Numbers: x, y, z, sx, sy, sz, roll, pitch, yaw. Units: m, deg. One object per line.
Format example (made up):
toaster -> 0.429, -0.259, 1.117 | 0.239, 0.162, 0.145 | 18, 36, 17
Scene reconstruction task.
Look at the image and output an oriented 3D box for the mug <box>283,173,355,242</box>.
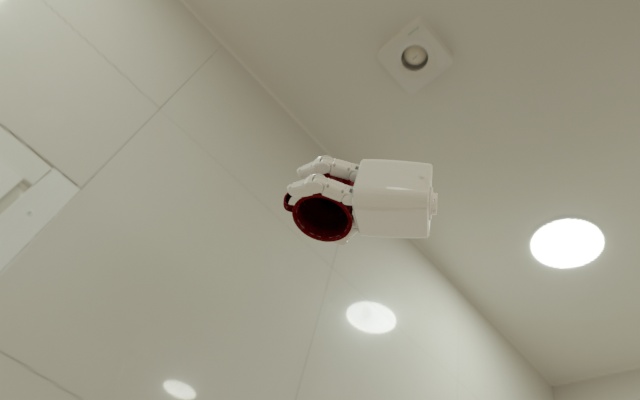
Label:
mug -> -0.001, 0.002, 0.748 | 0.117, 0.093, 0.081 | 5, 40, 15
